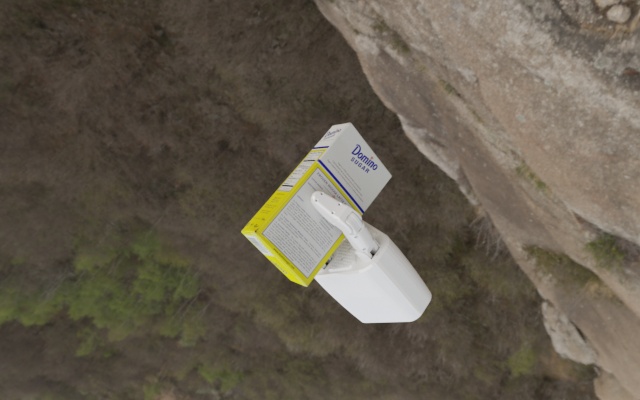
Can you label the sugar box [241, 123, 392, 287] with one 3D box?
[{"bbox_3d":[0.000,0.002,0.562,0.093,0.176,0.048,49,-24,-24],"label":"sugar box"}]
